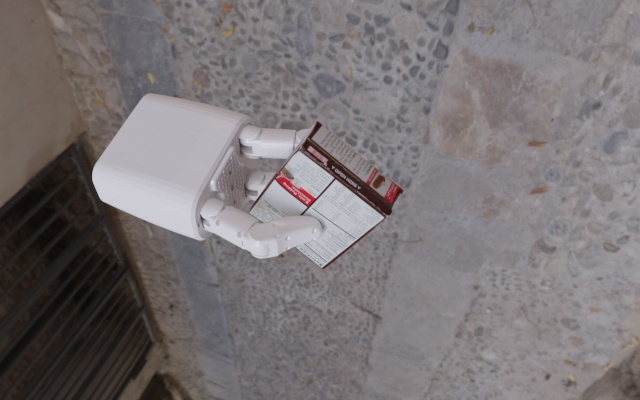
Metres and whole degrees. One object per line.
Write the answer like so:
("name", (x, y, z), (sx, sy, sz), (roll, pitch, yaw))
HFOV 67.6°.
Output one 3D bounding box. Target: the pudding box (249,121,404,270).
("pudding box", (0.000, 0.001, 0.406), (0.090, 0.039, 0.113), (38, -39, -6))
